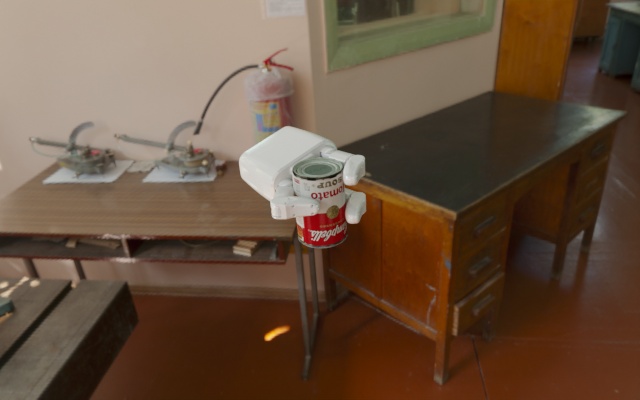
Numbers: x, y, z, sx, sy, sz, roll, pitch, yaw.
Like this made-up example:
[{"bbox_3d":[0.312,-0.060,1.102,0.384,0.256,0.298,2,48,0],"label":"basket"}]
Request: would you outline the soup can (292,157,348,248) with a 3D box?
[{"bbox_3d":[0.000,0.002,0.629,0.068,0.102,0.068,-3,27,2],"label":"soup can"}]
